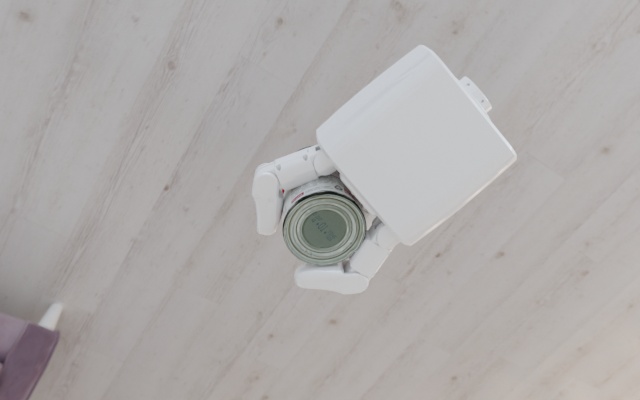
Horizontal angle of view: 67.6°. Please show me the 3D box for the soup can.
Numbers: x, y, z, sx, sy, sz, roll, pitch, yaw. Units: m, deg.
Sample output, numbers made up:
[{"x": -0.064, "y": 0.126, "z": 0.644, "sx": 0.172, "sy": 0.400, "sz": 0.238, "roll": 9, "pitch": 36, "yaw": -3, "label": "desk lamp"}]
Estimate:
[{"x": 0.000, "y": 0.002, "z": 0.414, "sx": 0.068, "sy": 0.068, "sz": 0.102, "roll": 0, "pitch": 27, "yaw": -5, "label": "soup can"}]
